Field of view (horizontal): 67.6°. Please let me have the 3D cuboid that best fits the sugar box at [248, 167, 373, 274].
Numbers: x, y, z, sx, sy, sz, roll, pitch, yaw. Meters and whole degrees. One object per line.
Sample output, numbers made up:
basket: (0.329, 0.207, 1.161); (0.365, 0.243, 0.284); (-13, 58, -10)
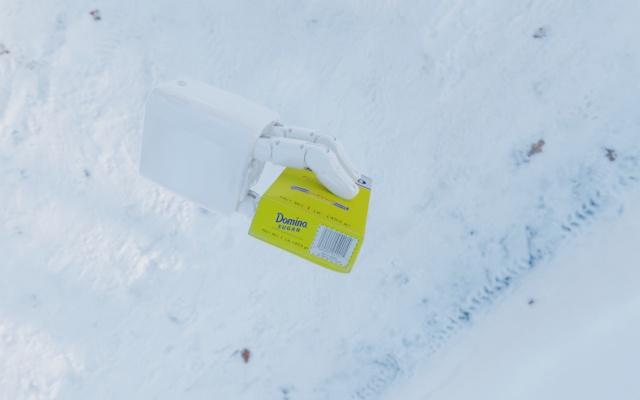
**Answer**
sugar box: (0.000, 0.001, 0.470); (0.093, 0.048, 0.176); (23, 22, 0)
